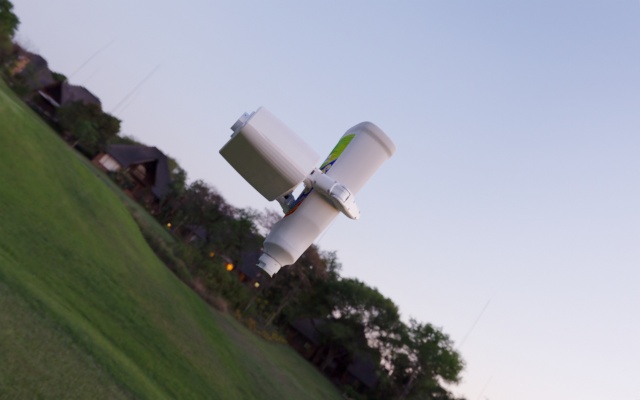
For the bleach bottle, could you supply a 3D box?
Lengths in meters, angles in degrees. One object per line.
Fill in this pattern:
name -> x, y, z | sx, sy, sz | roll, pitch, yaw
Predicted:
bleach bottle -> 0.000, 0.002, 0.682 | 0.068, 0.250, 0.102 | 43, -16, -13
